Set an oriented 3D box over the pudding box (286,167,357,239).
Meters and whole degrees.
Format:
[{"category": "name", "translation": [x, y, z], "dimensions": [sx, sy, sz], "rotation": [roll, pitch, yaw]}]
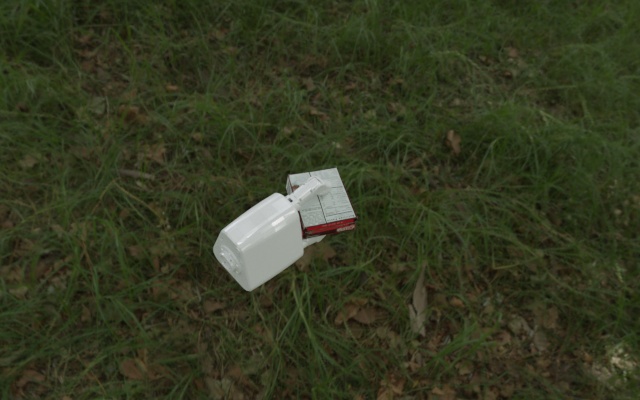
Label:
[{"category": "pudding box", "translation": [0.000, 0.002, 0.779], "dimensions": [0.090, 0.113, 0.039], "rotation": [-9, -34, -14]}]
